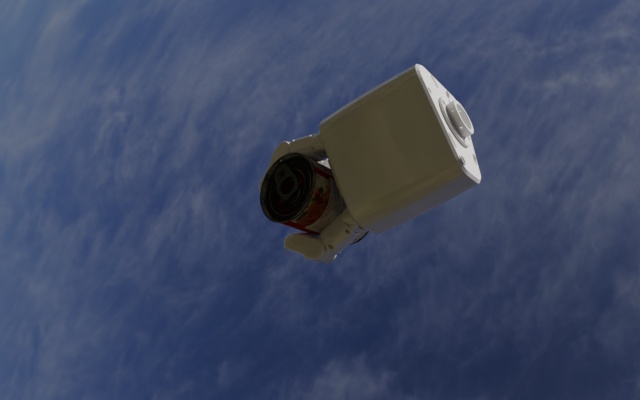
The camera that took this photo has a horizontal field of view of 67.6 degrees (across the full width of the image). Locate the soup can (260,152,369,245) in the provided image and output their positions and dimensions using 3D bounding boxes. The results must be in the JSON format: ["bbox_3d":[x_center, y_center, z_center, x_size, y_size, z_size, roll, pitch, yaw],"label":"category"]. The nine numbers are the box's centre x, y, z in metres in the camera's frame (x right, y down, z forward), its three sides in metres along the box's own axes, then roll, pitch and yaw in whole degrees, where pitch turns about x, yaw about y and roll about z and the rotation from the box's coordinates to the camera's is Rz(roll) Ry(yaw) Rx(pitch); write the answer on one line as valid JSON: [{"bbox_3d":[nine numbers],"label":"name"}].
[{"bbox_3d":[0.000,0.002,0.474,0.068,0.068,0.102,0,-16,41],"label":"soup can"}]
